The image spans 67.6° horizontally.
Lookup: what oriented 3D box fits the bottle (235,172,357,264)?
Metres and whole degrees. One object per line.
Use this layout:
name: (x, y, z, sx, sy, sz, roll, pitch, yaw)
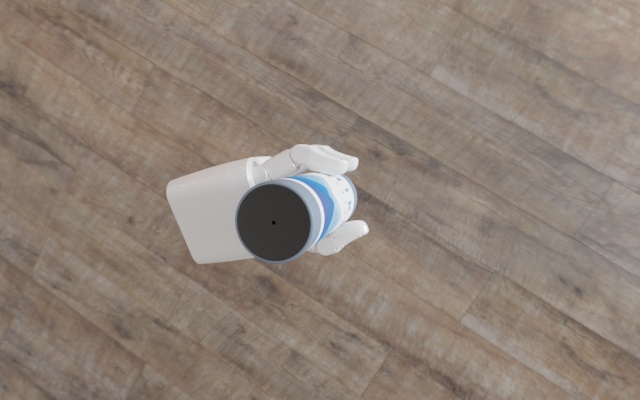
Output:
bottle: (0.000, 0.002, 0.518, 0.069, 0.069, 0.295, 0, 6, 15)
